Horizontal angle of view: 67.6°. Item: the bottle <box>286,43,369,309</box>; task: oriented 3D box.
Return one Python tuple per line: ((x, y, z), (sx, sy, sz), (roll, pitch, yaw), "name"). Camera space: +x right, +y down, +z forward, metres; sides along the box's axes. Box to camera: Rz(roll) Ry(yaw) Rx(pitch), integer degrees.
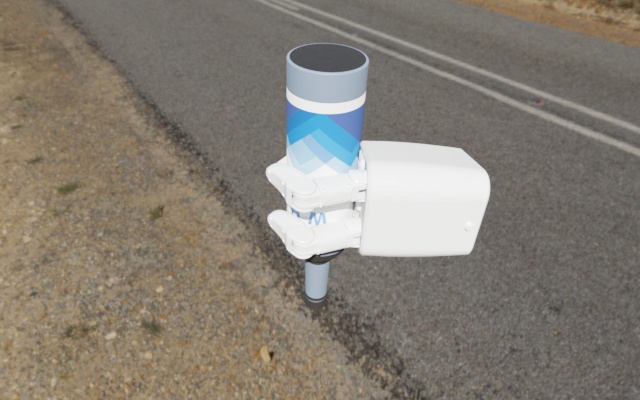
((0.000, 0.001, 0.473), (0.069, 0.296, 0.069), (2, 38, -1), "bottle")
